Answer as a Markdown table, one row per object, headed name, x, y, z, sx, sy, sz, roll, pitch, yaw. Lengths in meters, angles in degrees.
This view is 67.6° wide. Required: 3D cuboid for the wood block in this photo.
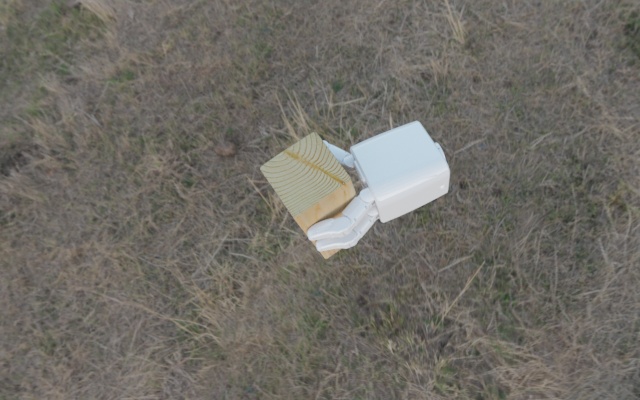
| name | x | y | z | sx | sy | sz | roll | pitch | yaw |
| --- | --- | --- | --- | --- | --- | --- | --- | --- | --- |
| wood block | 0.000 | 0.002 | 0.699 | 0.090 | 0.090 | 0.206 | -34 | -25 | -2 |
